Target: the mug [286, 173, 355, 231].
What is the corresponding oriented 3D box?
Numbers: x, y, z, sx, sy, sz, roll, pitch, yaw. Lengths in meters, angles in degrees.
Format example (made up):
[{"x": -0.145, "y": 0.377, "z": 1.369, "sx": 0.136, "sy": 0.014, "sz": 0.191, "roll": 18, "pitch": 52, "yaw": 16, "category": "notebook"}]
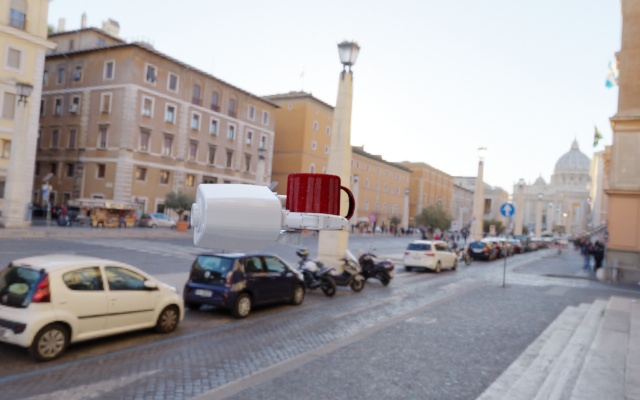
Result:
[{"x": 0.001, "y": 0.002, "z": 0.723, "sx": 0.117, "sy": 0.081, "sz": 0.093, "roll": 3, "pitch": -1, "yaw": -22, "category": "mug"}]
